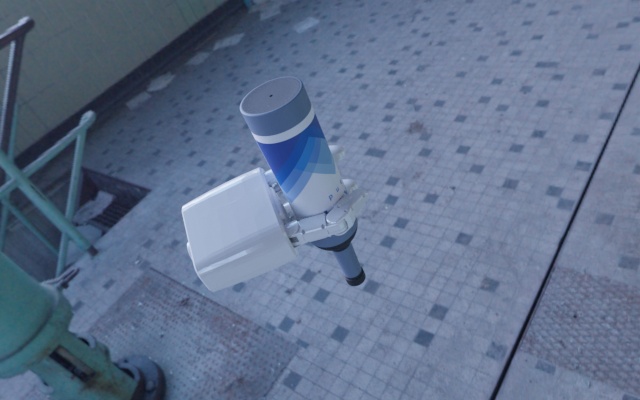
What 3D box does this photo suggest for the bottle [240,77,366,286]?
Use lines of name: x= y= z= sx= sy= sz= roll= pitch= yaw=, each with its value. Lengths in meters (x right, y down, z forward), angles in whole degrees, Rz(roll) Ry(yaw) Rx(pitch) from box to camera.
bottle: x=0.000 y=0.002 z=0.555 sx=0.069 sy=0.296 sz=0.069 roll=-15 pitch=40 yaw=13
